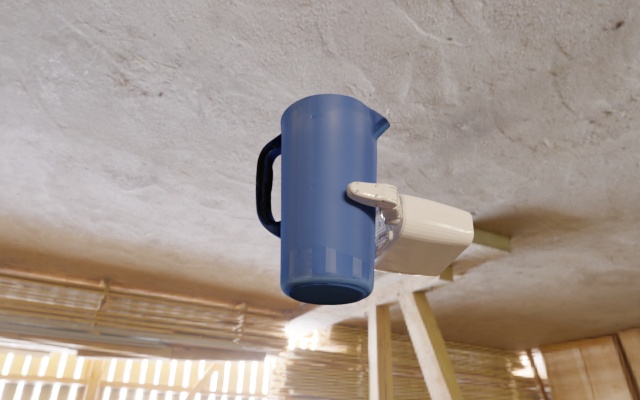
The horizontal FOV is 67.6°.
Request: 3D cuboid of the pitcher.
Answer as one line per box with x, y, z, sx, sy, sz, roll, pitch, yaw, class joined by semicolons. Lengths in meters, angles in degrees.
0.000;0.002;0.601;0.145;0.242;0.149;12;-28;-19;pitcher
